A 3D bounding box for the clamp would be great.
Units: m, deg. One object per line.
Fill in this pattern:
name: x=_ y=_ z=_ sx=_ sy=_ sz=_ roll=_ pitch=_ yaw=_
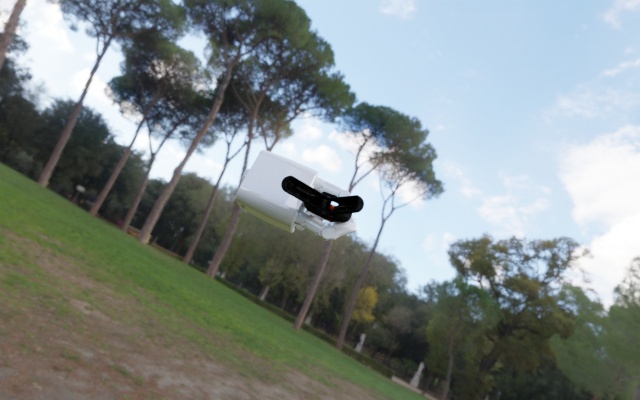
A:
clamp: x=0.000 y=0.002 z=0.734 sx=0.120 sy=0.039 sz=0.171 roll=24 pitch=-12 yaw=2
